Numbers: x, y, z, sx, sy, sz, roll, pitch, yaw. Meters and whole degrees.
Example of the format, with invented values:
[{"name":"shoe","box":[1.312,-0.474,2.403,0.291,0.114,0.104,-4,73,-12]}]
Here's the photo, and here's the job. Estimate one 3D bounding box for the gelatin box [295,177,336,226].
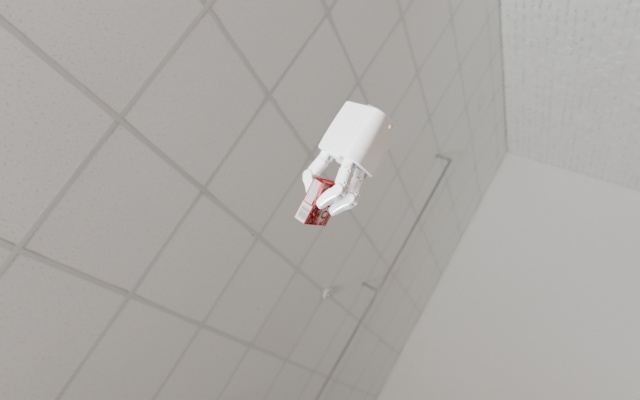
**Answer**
[{"name":"gelatin box","box":[0.000,0.003,0.895,0.030,0.089,0.073,35,14,31]}]
